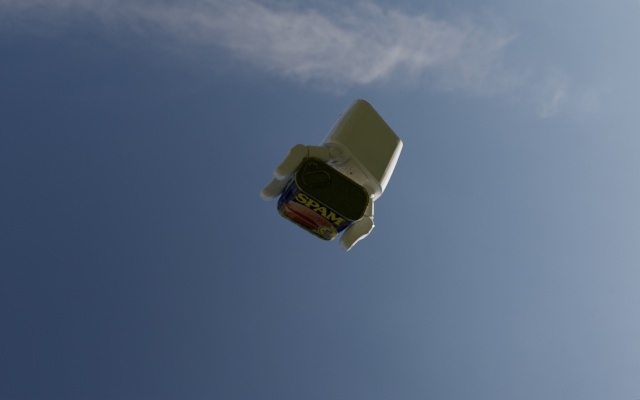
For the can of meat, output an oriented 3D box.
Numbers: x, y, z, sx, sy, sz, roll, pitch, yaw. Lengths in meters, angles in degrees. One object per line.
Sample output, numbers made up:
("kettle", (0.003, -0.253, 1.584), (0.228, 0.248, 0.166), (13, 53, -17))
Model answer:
("can of meat", (0.000, 0.002, 0.640), (0.102, 0.057, 0.084), (32, -35, -8))
